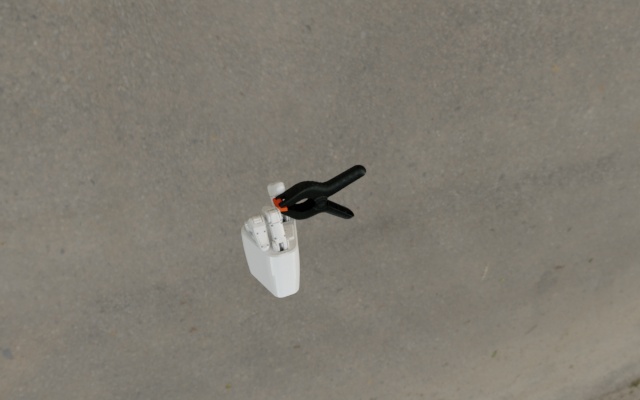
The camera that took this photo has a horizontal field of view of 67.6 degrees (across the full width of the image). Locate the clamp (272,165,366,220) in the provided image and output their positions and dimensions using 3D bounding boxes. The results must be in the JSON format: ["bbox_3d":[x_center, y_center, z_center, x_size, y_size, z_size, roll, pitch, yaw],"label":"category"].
[{"bbox_3d":[0.000,0.003,0.853,0.171,0.120,0.039,-14,40,-16],"label":"clamp"}]
